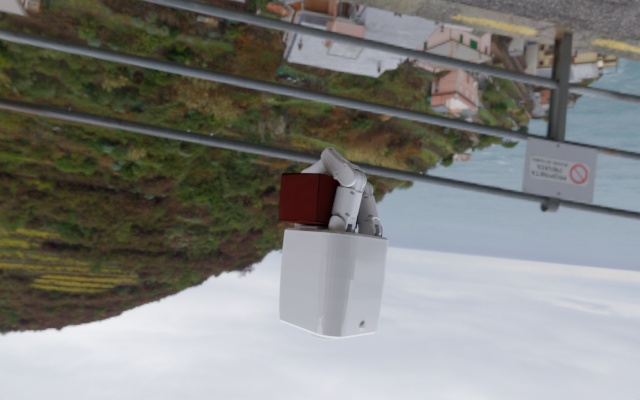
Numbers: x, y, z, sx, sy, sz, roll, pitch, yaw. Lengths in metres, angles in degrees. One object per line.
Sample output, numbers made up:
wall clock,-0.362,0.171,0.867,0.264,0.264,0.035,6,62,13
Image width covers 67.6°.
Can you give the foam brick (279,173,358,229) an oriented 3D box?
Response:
foam brick,0.000,0.002,0.516,0.053,0.051,0.078,2,-7,39
